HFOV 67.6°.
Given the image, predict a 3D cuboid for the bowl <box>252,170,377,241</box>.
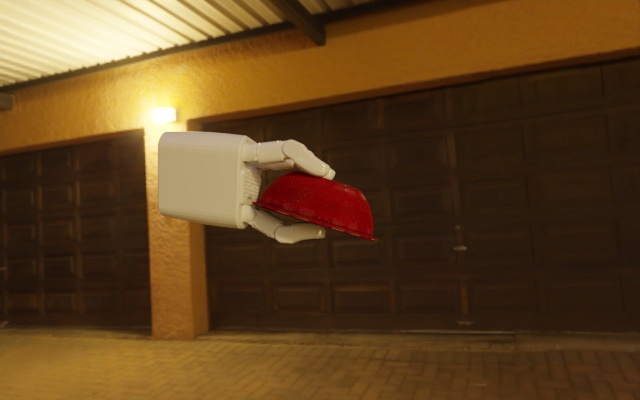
[{"bbox_3d":[0.001,0.002,0.595,0.162,0.055,0.162,17,-1,0],"label":"bowl"}]
